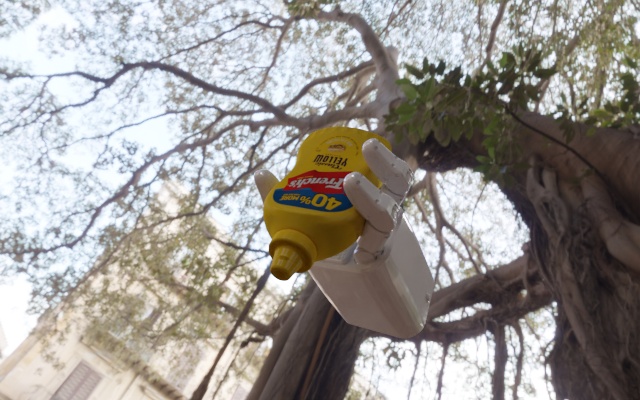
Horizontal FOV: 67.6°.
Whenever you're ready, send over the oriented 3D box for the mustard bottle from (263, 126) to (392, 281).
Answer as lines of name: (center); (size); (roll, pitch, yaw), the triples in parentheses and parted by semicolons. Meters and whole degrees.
mustard bottle: (0.000, 0.001, 0.451); (0.096, 0.058, 0.191); (10, 42, 18)
